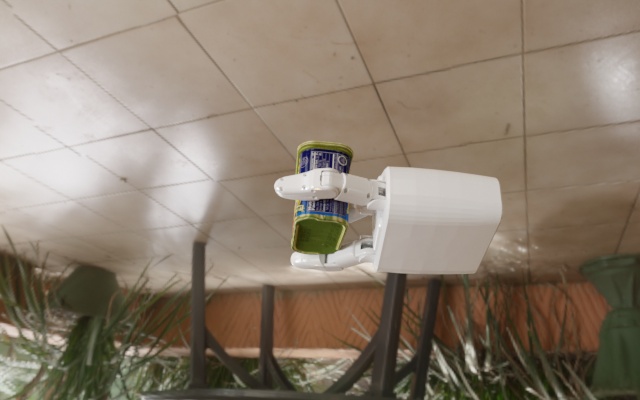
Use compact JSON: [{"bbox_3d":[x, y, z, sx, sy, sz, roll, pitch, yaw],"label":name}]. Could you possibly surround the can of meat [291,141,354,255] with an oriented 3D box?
[{"bbox_3d":[0.000,0.002,0.494,0.057,0.084,0.102,5,-26,-3],"label":"can of meat"}]
